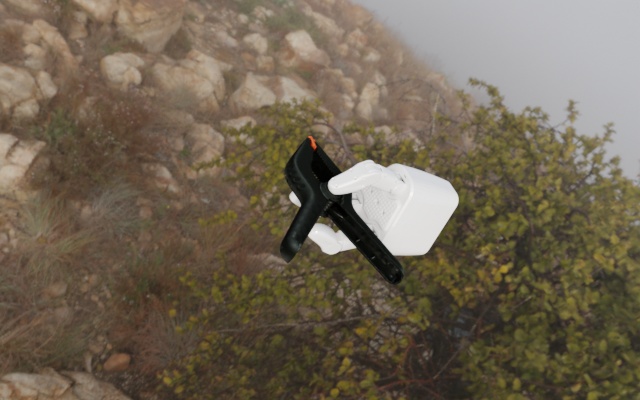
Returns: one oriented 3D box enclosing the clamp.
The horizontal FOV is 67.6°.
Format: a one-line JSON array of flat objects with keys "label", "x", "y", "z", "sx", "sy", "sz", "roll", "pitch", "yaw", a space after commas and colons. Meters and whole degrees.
[{"label": "clamp", "x": 0.001, "y": 0.001, "z": 0.550, "sx": 0.164, "sy": 0.209, "sz": 0.036, "roll": 13, "pitch": -48, "yaw": -42}]
